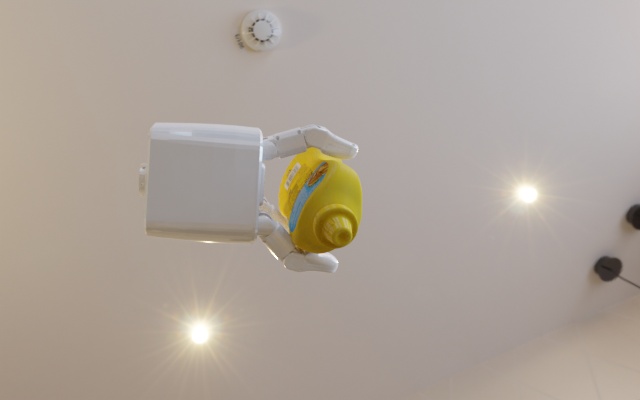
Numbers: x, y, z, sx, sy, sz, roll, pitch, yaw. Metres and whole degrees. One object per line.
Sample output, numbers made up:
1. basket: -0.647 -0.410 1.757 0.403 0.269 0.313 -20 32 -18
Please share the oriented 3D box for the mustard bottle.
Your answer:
1. mustard bottle: 0.000 0.002 0.500 0.058 0.096 0.191 28 11 -18
